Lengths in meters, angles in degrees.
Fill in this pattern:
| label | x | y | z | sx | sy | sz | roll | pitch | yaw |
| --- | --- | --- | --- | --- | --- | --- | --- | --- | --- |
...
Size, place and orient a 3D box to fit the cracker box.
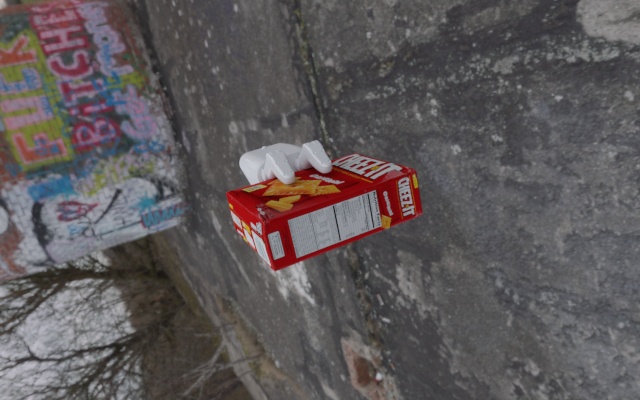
| label | x | y | z | sx | sy | sz | roll | pitch | yaw |
| --- | --- | --- | --- | --- | --- | --- | --- | --- | --- |
| cracker box | 0.000 | 0.002 | 0.641 | 0.213 | 0.072 | 0.164 | -19 | 21 | -20 |
